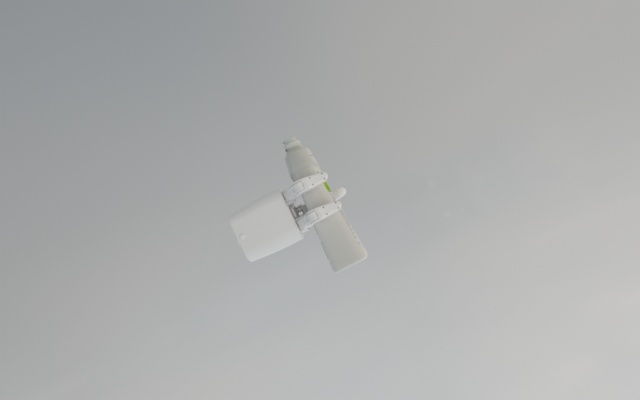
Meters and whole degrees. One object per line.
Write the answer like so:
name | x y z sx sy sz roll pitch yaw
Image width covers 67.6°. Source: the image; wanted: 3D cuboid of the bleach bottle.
bleach bottle | 0.000 0.003 0.860 0.068 0.251 0.102 -27 -6 4
